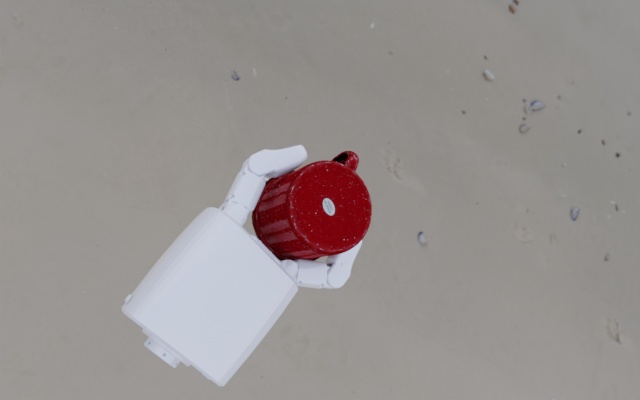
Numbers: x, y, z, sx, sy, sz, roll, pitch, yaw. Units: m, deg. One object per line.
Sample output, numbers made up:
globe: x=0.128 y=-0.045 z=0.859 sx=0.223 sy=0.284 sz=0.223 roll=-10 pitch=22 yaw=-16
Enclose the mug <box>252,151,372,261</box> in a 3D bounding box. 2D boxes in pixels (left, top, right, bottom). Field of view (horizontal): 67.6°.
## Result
mug: x=0.001 y=0.000 z=0.440 sx=0.093 sy=0.117 sz=0.081 roll=41 pitch=-22 yaw=-14
